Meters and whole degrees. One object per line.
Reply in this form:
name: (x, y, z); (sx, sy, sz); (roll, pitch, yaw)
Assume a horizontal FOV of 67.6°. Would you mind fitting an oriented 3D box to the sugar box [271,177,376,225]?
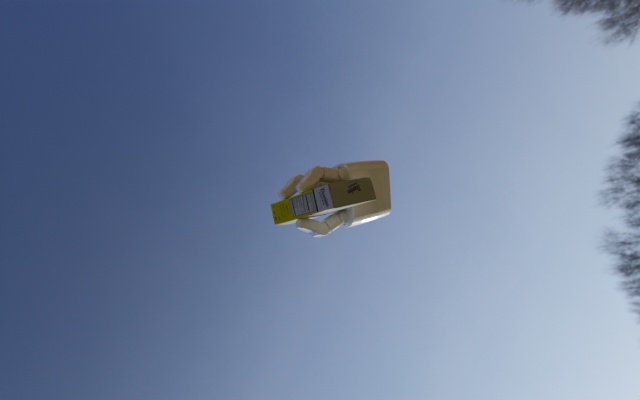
sugar box: (0.000, 0.002, 0.807); (0.093, 0.048, 0.176); (-11, -7, -38)
